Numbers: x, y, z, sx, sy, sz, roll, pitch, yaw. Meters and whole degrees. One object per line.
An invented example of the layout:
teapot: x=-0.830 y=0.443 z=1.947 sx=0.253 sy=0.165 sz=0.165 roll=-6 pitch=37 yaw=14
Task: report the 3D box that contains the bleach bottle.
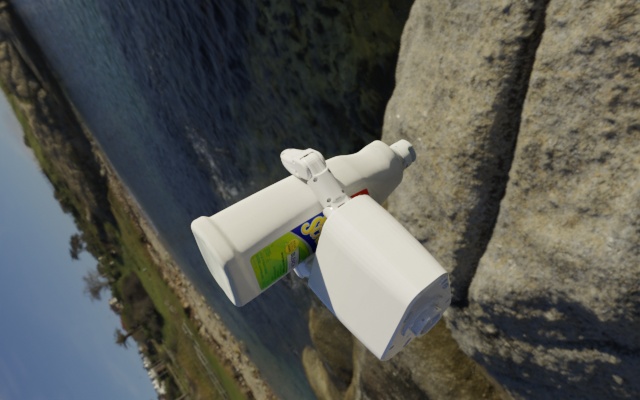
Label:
bleach bottle: x=0.000 y=0.002 z=0.490 sx=0.251 sy=0.103 sz=0.068 roll=-33 pitch=57 yaw=-21
